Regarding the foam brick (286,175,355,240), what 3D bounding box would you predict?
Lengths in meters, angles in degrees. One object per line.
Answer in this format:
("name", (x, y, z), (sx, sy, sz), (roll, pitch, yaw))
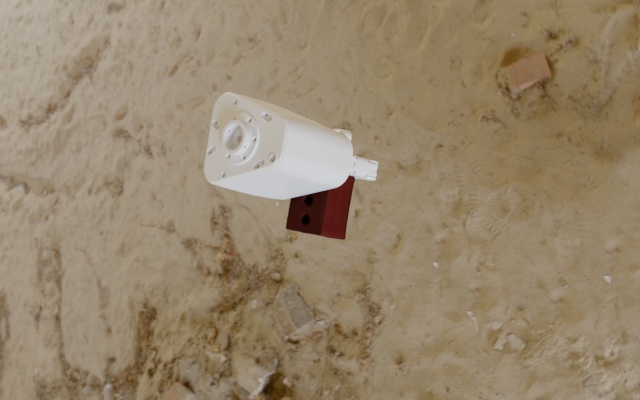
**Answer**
("foam brick", (0.000, 0.002, 0.549), (0.053, 0.078, 0.051), (8, -1, 36))
